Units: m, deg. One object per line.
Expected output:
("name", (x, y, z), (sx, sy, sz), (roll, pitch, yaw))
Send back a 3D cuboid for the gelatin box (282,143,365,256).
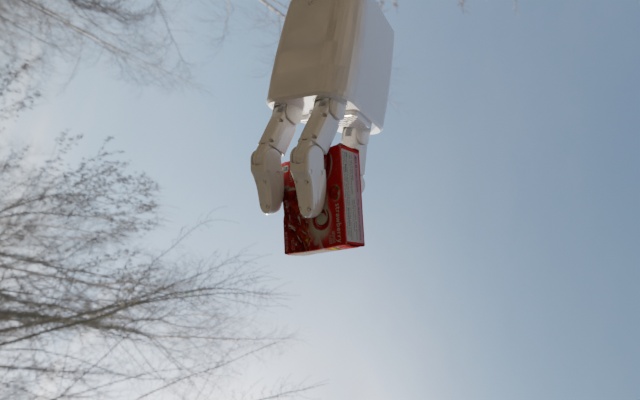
("gelatin box", (0.000, 0.002, 0.425), (0.073, 0.089, 0.030), (-14, -16, 40))
